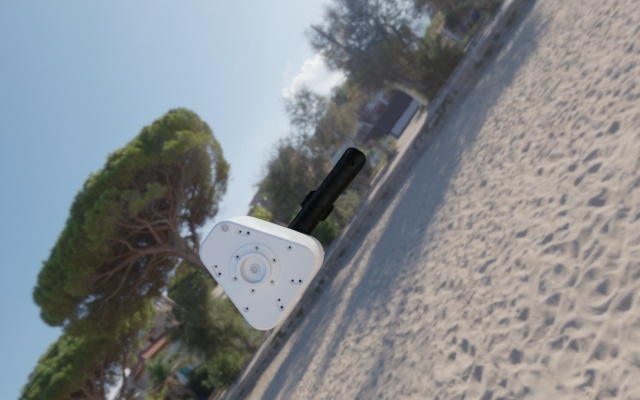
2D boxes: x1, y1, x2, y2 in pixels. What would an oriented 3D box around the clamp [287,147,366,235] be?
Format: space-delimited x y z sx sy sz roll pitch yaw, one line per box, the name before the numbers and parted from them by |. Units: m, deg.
clamp | -0.001 0.002 0.573 0.039 0.171 0.120 35 -1 4
